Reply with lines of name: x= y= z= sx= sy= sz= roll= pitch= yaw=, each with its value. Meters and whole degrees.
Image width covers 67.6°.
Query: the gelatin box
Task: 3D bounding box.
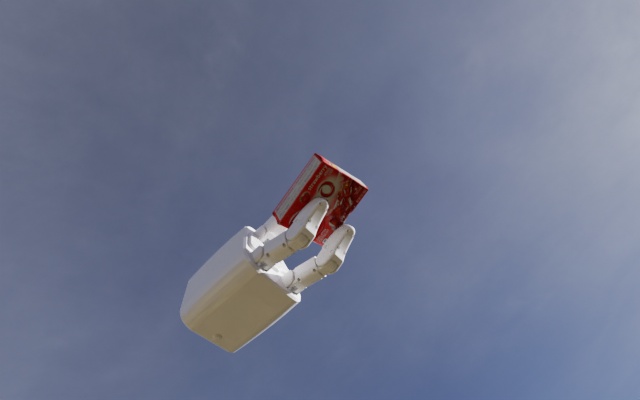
gelatin box: x=0.000 y=0.001 z=0.547 sx=0.073 sy=0.089 sz=0.030 roll=30 pitch=12 yaw=-32
